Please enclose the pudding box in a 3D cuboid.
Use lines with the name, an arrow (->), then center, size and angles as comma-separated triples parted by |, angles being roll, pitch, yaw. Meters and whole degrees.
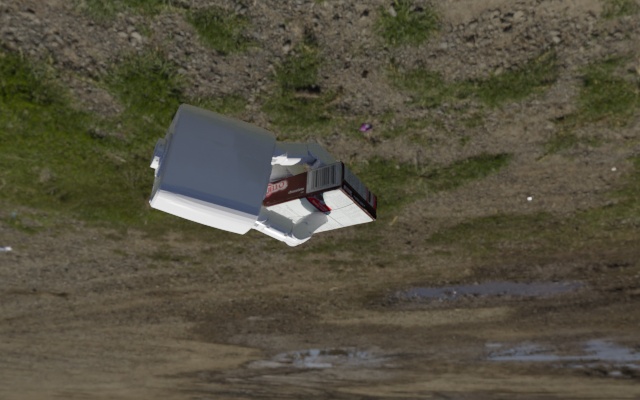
pudding box -> 0.000, 0.002, 0.585 | 0.113, 0.039, 0.090 | -13, -33, 30
